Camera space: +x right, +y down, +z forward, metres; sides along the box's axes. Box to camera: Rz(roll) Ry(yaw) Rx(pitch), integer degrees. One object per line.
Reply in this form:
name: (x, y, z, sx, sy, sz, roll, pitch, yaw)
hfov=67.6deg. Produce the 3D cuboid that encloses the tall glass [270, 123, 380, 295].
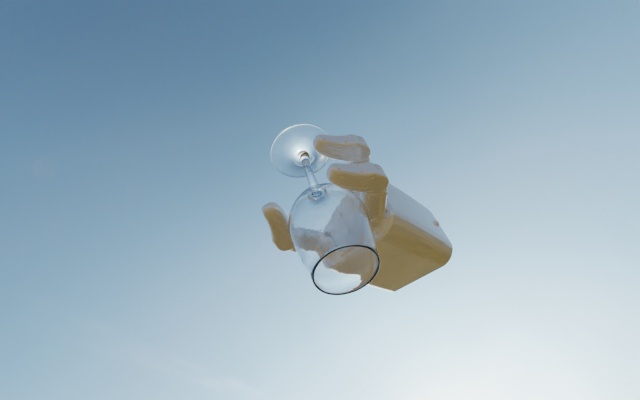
tall glass: (0.000, 0.001, 0.490, 0.079, 0.079, 0.201, 0, 37, -16)
